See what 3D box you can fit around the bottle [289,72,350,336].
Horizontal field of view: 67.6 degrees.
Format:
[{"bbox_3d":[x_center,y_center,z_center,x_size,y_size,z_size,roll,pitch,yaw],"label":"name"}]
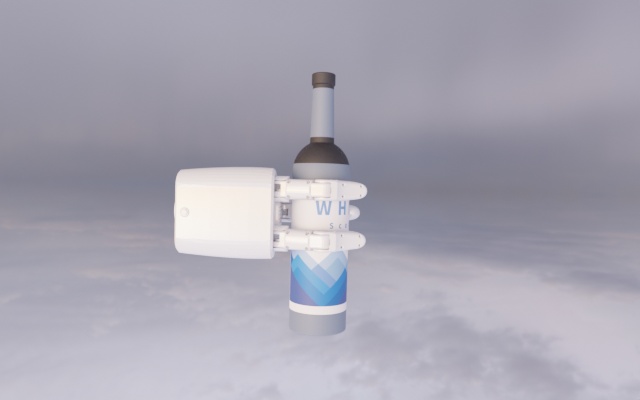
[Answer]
[{"bbox_3d":[0.000,0.002,0.554,0.069,0.296,0.069,1,2,0],"label":"bottle"}]
